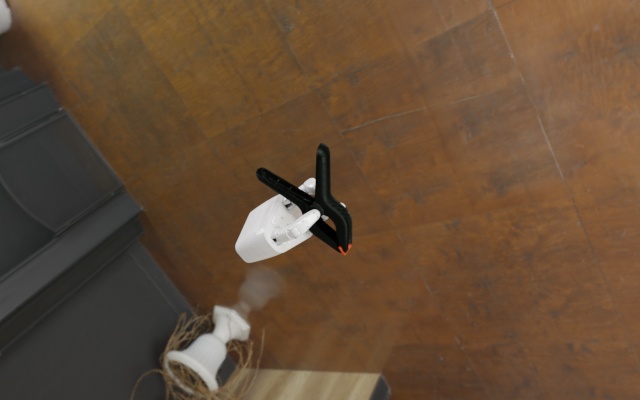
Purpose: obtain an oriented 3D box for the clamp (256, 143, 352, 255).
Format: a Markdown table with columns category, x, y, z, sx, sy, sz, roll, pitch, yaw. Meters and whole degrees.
| category | x | y | z | sx | sy | sz | roll | pitch | yaw |
| --- | --- | --- | --- | --- | --- | --- | --- | --- | --- |
| clamp | 0.000 | 0.004 | 0.816 | 0.164 | 0.210 | 0.036 | -25 | 19 | 44 |
